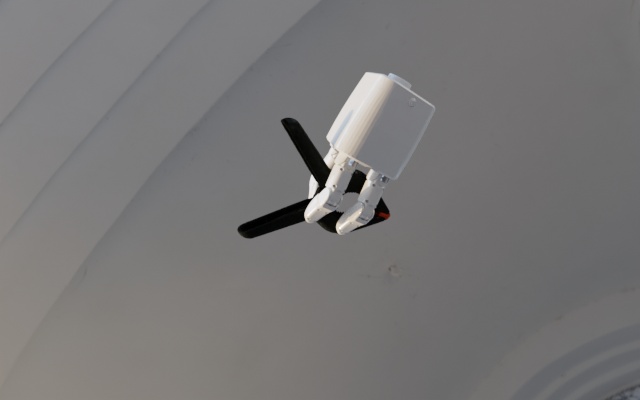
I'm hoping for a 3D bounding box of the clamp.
[{"bbox_3d":[0.000,0.002,0.642,0.210,0.164,0.036,23,14,-31],"label":"clamp"}]
